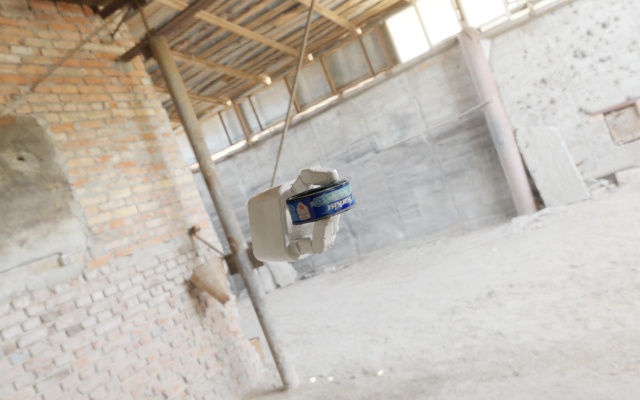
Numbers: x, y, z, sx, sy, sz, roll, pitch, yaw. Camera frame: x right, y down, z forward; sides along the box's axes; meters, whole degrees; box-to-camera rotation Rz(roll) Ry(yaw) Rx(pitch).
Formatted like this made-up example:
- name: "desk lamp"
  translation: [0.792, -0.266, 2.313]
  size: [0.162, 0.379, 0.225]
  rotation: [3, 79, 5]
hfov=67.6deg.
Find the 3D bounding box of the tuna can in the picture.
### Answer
- name: "tuna can"
  translation: [0.000, 0.001, 0.608]
  size: [0.086, 0.034, 0.086]
  rotation: [-17, 6, 2]
